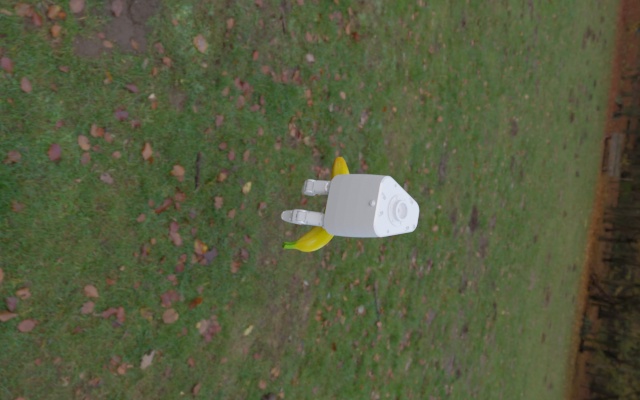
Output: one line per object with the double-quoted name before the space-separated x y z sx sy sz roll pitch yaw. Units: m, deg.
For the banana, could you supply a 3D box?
"banana" 0.012 0.016 0.841 0.070 0.197 0.037 39 -21 -21
